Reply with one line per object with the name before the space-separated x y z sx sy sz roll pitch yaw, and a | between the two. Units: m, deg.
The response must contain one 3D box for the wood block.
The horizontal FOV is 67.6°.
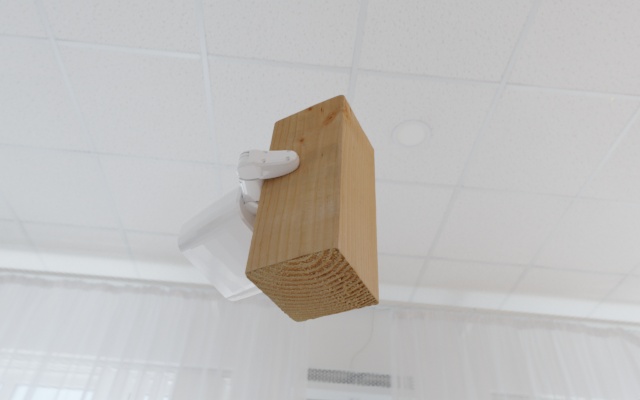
wood block | 0.000 0.001 0.478 0.090 0.206 0.091 -18 -47 22
